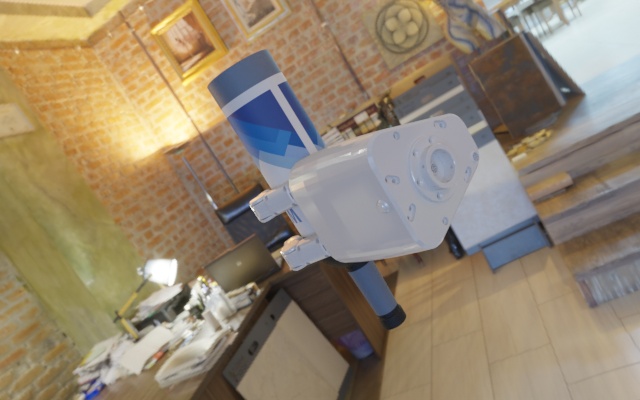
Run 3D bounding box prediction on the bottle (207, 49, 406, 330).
[{"bbox_3d":[0.000,0.001,0.465,0.069,0.296,0.069,-31,10,6],"label":"bottle"}]
